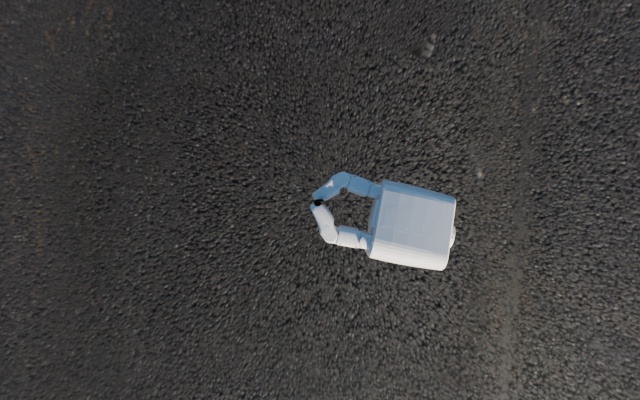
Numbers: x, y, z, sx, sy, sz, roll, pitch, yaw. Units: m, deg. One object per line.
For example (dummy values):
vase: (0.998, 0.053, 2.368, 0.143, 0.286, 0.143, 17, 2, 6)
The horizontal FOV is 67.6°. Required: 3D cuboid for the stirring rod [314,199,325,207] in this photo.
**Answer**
stirring rod: (0.000, 0.002, 0.638, 0.011, 0.011, 0.239, 0, 0, 2)
